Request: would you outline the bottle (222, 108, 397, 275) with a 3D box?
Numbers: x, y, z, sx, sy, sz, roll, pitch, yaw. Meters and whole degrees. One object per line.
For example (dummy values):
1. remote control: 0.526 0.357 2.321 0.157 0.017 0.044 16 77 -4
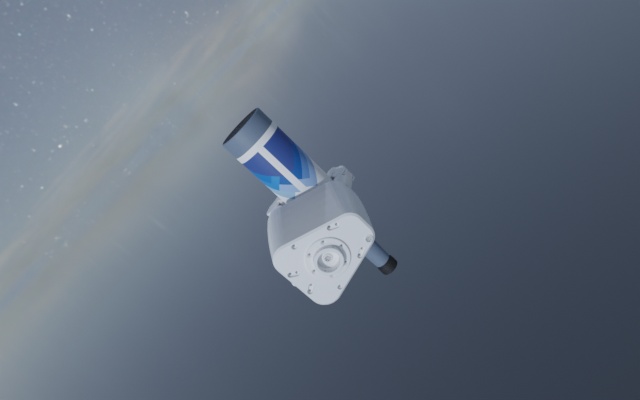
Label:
1. bottle: 0.000 0.002 0.648 0.296 0.069 0.069 43 -17 -19
